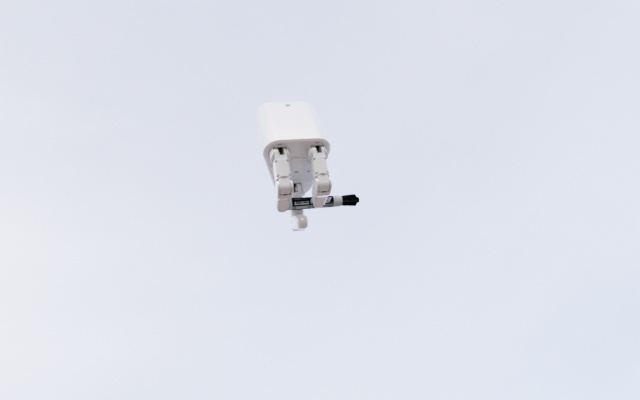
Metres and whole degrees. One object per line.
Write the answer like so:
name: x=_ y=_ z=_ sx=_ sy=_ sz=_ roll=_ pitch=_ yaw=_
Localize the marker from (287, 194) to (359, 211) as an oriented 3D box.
marker: x=0.000 y=0.002 z=0.716 sx=0.121 sy=0.020 sz=0.020 roll=-4 pitch=1 yaw=-14
